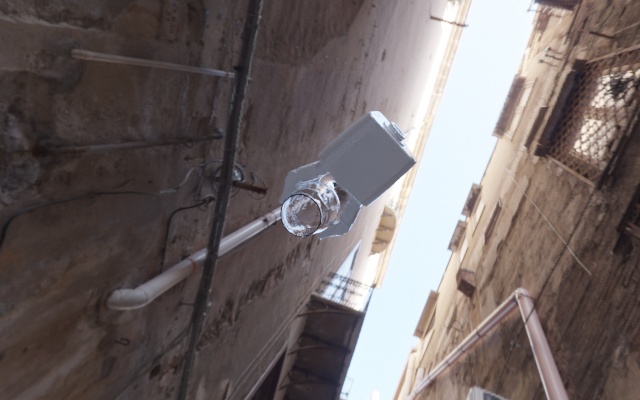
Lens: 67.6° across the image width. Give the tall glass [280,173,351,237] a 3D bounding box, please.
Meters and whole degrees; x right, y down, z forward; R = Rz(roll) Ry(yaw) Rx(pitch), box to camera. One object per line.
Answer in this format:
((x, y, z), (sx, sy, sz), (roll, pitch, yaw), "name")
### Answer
((0.000, 0.002, 0.760), (0.079, 0.079, 0.201), (0, 11, 17), "tall glass")
